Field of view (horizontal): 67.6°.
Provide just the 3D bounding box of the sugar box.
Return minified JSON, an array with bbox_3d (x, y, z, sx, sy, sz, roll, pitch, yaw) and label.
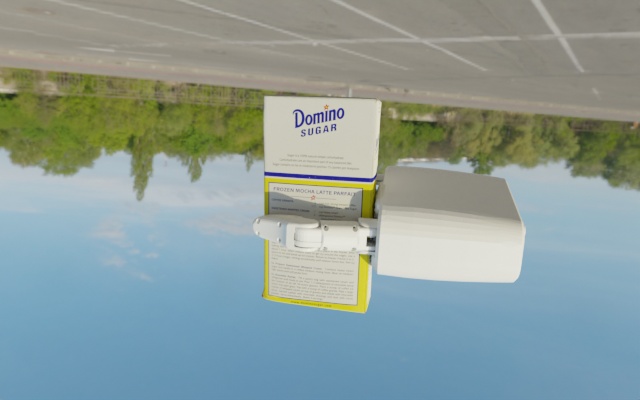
[{"bbox_3d":[0.000,0.001,0.405,0.093,0.176,0.048,5,10,11],"label":"sugar box"}]
